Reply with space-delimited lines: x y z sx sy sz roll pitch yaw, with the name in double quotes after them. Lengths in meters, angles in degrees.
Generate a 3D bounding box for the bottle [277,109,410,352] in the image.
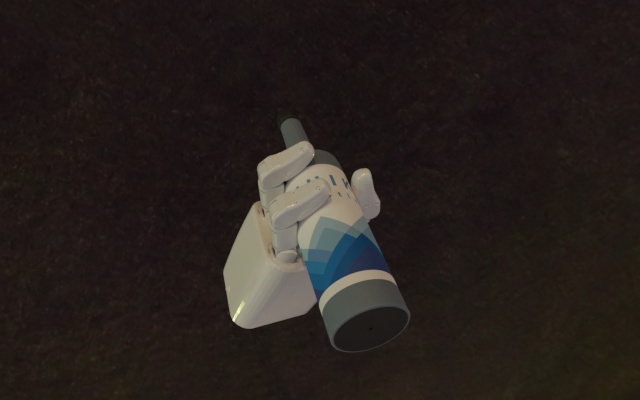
0.000 0.002 0.474 0.069 0.069 0.295 0 43 -22 "bottle"
